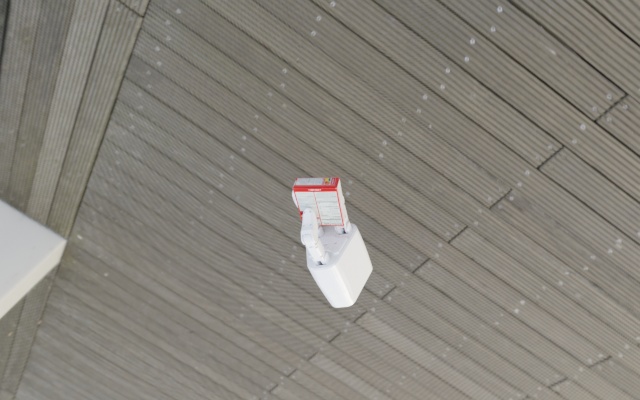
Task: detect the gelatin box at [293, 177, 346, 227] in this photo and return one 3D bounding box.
[{"bbox_3d":[0.000,0.003,0.789,0.073,0.089,0.030,0,44,15],"label":"gelatin box"}]
